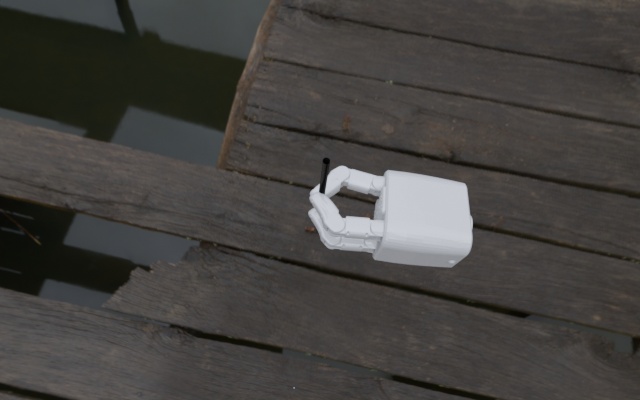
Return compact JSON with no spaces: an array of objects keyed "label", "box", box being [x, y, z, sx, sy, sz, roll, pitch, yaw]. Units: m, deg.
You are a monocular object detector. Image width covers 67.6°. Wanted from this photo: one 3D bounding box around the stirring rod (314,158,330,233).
[{"label":"stirring rod","box":[0.000,0.002,0.617,0.011,0.011,0.240,0,-21,-3]}]
